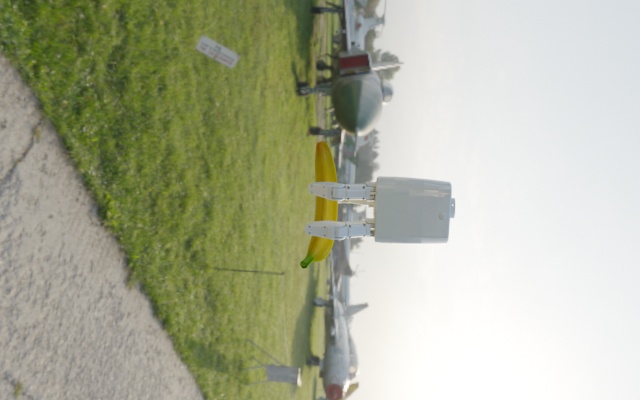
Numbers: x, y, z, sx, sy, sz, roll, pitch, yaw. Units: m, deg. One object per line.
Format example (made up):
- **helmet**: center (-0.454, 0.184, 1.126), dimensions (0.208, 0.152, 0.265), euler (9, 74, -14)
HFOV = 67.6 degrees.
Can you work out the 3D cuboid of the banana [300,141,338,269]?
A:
- **banana**: center (0.005, 0.010, 0.743), dimensions (0.037, 0.197, 0.070), euler (2, -11, 17)
